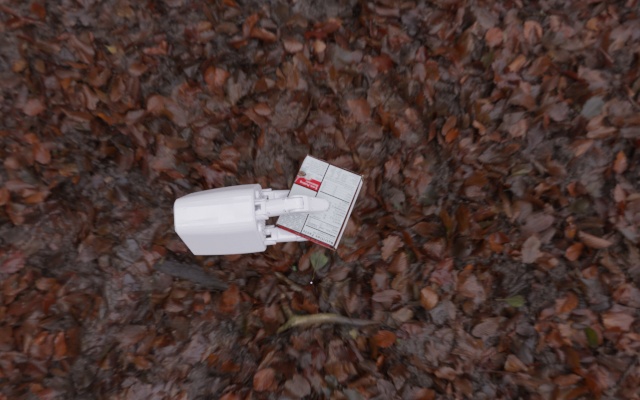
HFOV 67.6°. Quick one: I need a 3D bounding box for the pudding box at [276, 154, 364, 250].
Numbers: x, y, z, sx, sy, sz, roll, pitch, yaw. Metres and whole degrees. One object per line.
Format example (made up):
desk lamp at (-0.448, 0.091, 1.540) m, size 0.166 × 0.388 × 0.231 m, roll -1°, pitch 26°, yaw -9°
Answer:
pudding box at (0.000, 0.002, 0.672) m, size 0.090 × 0.113 × 0.039 m, roll 22°, pitch -7°, yaw 6°
